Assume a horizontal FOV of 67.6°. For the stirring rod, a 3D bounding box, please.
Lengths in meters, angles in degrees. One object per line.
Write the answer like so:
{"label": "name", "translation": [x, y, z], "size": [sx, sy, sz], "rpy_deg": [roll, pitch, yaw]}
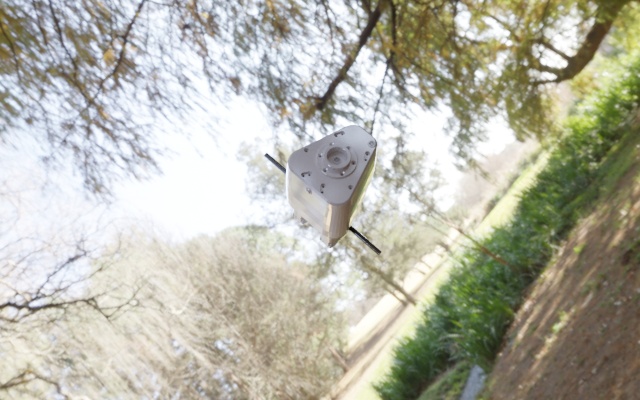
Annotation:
{"label": "stirring rod", "translation": [0.000, 0.002, 0.735], "size": [0.239, 0.011, 0.011], "rpy_deg": [41, 12, 15]}
